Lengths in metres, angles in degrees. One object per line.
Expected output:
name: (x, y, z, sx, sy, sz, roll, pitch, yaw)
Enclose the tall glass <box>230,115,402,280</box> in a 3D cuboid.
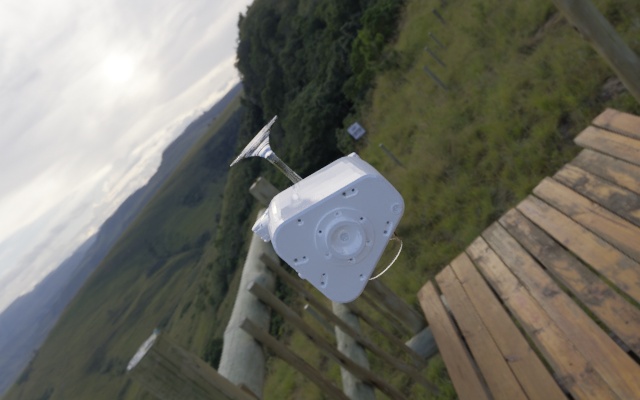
tall glass: (0.000, 0.001, 0.532, 0.201, 0.079, 0.079, 42, -11, -12)
